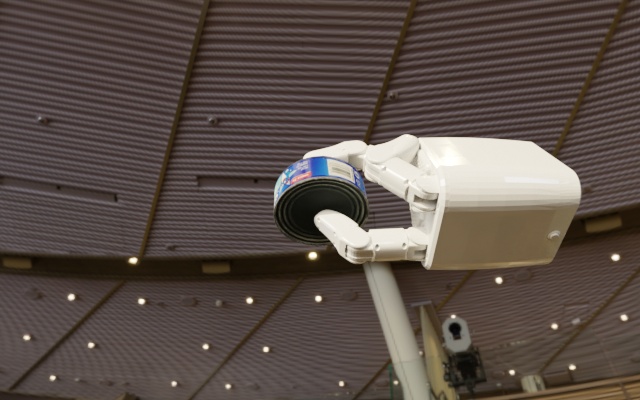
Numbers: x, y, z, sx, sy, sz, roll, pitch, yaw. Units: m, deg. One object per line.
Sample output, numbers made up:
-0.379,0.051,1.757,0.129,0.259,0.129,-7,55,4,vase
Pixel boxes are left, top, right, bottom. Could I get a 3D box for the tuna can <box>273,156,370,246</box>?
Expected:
0.000,0.001,0.437,0.086,0.086,0.033,0,44,-5,tuna can
